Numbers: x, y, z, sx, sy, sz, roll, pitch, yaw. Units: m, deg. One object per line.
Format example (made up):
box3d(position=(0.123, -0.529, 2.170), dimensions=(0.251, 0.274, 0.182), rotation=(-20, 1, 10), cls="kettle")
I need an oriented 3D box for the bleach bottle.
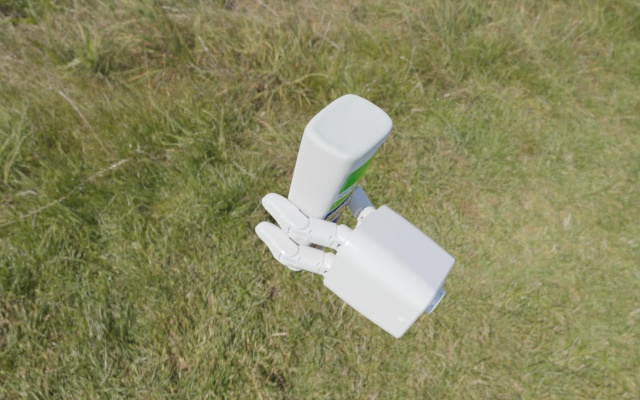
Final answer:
box3d(position=(0.000, 0.002, 0.567), dimensions=(0.068, 0.251, 0.102), rotation=(36, 50, 13), cls="bleach bottle")
